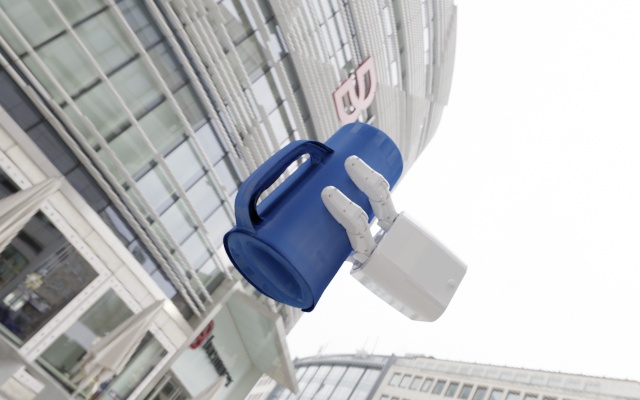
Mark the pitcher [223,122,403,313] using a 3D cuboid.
[{"bbox_3d":[0.000,0.002,0.594,0.145,0.242,0.149,38,-31,3],"label":"pitcher"}]
